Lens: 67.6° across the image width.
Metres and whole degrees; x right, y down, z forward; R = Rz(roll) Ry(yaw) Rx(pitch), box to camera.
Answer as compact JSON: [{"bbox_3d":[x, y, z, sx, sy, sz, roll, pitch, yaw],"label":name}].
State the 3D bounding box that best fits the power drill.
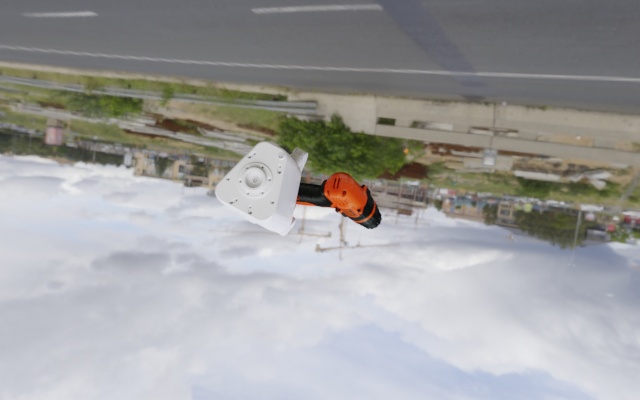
[{"bbox_3d":[0.000,0.003,0.816,0.187,0.057,0.184,1,-22,25],"label":"power drill"}]
